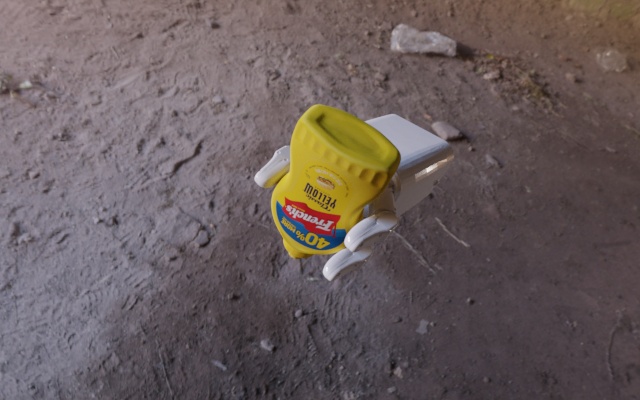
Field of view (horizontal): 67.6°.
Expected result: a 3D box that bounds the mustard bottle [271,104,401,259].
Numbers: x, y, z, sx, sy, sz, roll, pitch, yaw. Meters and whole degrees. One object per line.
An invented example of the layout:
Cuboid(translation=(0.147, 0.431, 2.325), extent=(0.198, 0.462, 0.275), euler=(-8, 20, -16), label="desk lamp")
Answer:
Cuboid(translation=(0.000, 0.002, 0.480), extent=(0.096, 0.058, 0.192), euler=(30, -42, 4), label="mustard bottle")
